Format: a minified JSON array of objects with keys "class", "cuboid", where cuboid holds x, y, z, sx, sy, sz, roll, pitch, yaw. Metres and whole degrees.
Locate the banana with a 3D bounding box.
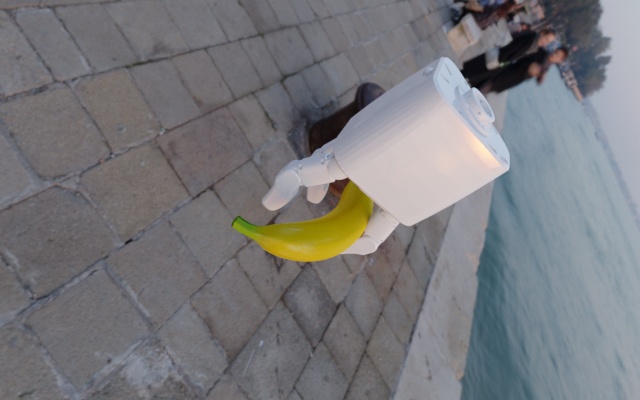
[{"class":"banana","cuboid":[0.008,0.017,0.457,0.037,0.069,0.198,-42,-14,35]}]
